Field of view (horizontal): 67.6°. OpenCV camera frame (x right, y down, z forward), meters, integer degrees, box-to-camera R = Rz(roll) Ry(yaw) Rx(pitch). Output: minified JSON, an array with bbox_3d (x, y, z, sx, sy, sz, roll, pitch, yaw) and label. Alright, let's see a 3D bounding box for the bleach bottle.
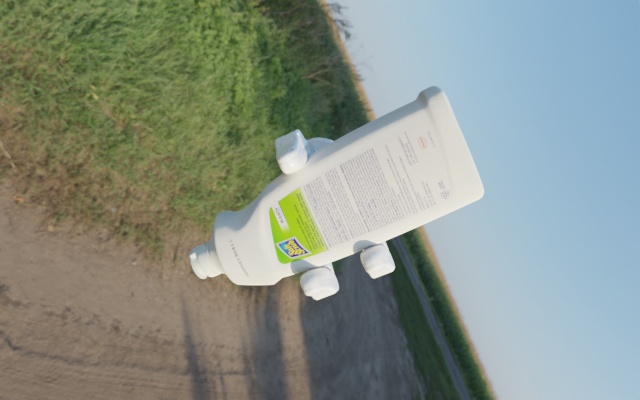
[{"bbox_3d":[0.000,0.001,0.409,0.251,0.102,0.068,-23,3,10],"label":"bleach bottle"}]
